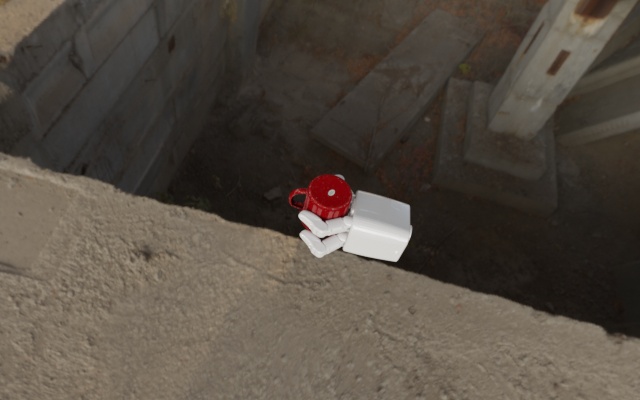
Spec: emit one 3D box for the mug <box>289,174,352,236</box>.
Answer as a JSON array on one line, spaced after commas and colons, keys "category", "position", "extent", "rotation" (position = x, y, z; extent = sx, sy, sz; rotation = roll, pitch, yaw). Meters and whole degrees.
[{"category": "mug", "position": [-0.001, 0.002, 0.881], "extent": [0.117, 0.093, 0.082], "rotation": [14, -36, -1]}]
